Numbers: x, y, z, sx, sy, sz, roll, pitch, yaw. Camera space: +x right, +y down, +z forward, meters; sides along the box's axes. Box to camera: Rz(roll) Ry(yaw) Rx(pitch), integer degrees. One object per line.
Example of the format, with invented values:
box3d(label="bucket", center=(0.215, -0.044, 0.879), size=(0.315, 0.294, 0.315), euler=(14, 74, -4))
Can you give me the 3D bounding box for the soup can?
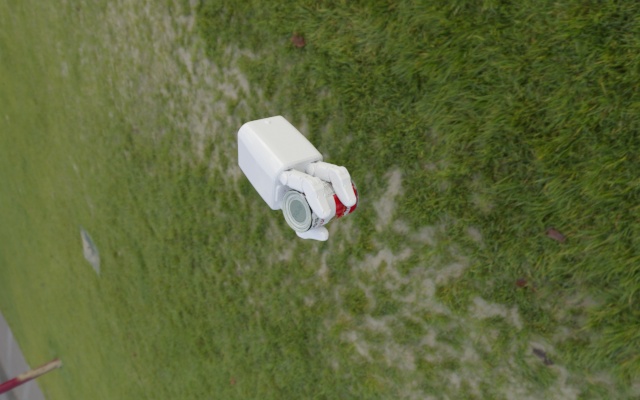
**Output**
box3d(label="soup can", center=(0.000, 0.003, 0.731), size=(0.102, 0.068, 0.068), euler=(-21, 14, -40))
